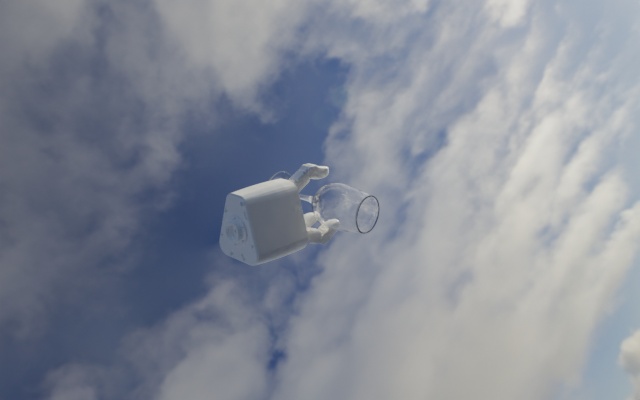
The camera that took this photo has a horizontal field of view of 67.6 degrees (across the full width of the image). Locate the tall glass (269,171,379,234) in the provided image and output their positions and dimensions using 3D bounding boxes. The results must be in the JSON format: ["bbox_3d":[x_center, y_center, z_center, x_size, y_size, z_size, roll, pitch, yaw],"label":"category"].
[{"bbox_3d":[0.000,0.002,0.809,0.201,0.079,0.079,15,9,39],"label":"tall glass"}]
